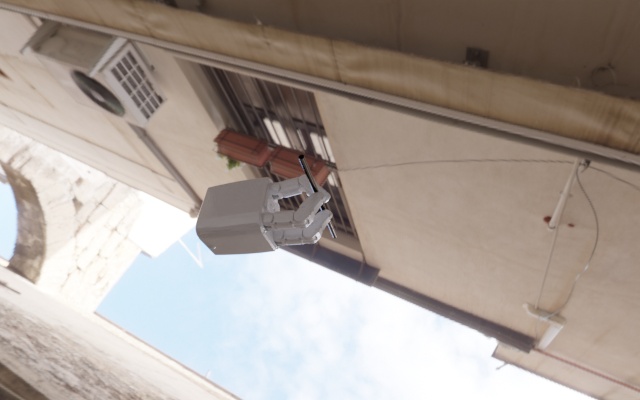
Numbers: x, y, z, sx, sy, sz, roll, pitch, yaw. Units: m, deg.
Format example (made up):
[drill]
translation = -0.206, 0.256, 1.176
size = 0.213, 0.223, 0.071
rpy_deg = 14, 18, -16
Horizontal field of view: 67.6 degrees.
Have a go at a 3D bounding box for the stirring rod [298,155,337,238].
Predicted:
[stirring rod]
translation = 0.000, 0.002, 0.737
size = 0.011, 0.011, 0.240
rpy_deg = 0, -30, 14
